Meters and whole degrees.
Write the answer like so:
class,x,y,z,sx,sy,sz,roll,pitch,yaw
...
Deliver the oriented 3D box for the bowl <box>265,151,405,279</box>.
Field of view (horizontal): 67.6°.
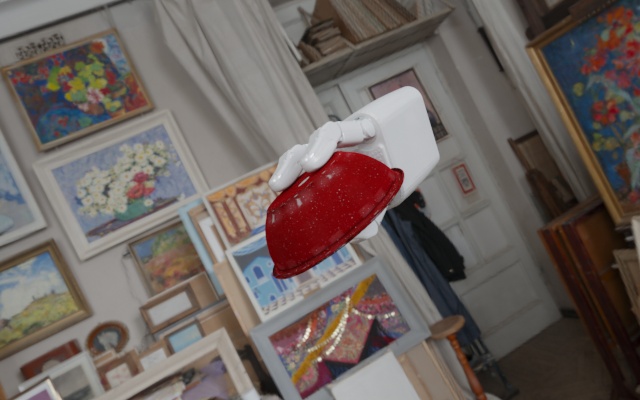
class,x,y,z,sx,sy,sz,roll,pitch,yaw
bowl,-0.001,0.002,0.461,0.162,0.055,0.162,-38,11,9
